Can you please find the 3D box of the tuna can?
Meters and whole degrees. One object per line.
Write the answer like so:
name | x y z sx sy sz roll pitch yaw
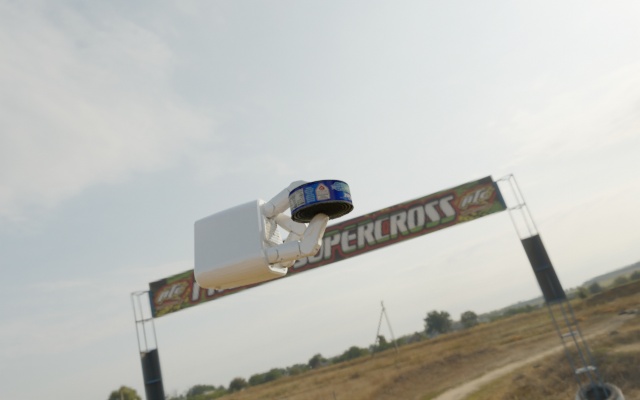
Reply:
tuna can | 0.000 0.002 0.644 0.086 0.033 0.086 -9 -18 -3
